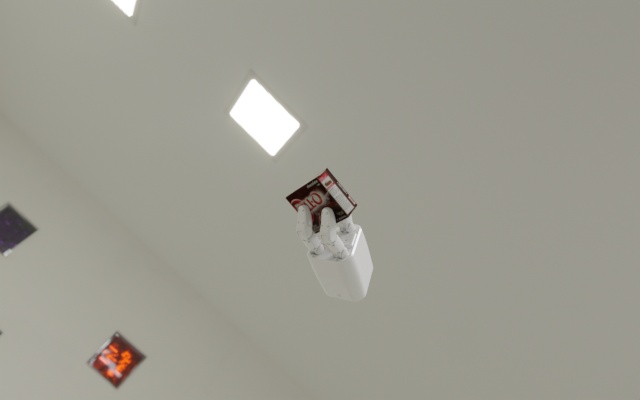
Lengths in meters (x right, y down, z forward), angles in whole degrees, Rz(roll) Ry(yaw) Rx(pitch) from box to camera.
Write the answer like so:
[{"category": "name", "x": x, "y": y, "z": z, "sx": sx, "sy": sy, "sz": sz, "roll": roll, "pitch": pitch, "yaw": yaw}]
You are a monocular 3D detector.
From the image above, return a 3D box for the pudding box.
[{"category": "pudding box", "x": 0.000, "y": 0.003, "z": 0.858, "sx": 0.113, "sy": 0.090, "sz": 0.039, "roll": -31, "pitch": 12, "yaw": 49}]
